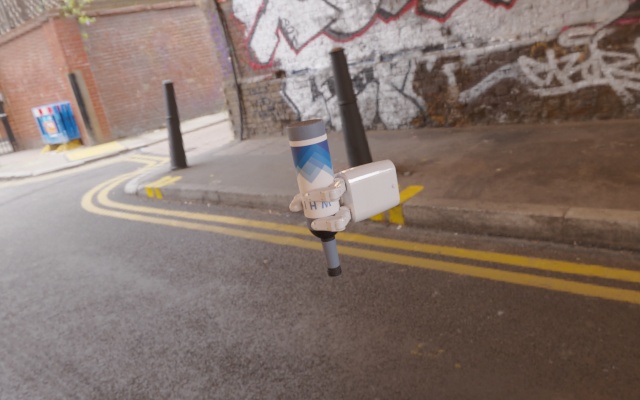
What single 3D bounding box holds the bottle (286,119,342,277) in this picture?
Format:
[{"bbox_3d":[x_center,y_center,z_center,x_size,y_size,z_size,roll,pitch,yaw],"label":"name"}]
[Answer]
[{"bbox_3d":[0.000,0.003,0.876,0.069,0.296,0.069,-10,17,3],"label":"bottle"}]
